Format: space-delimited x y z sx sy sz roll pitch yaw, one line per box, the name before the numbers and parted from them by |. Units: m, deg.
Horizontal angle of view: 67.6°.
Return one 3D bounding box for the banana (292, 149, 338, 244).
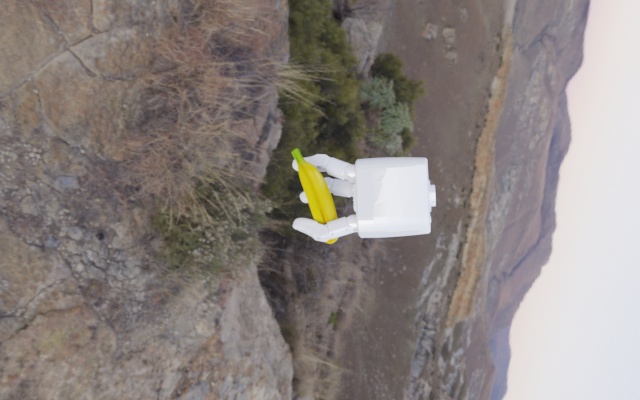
banana | 0.003 0.011 0.742 0.037 0.198 0.069 -18 40 0
